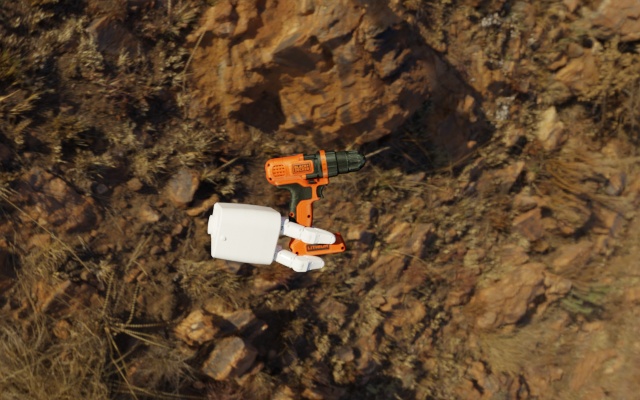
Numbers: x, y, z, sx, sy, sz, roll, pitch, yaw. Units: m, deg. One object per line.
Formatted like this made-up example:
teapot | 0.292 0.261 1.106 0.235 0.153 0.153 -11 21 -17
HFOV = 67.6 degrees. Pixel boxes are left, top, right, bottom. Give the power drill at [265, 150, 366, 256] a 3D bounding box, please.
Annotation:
power drill | 0.000 0.003 0.881 0.184 0.187 0.057 -7 3 0
